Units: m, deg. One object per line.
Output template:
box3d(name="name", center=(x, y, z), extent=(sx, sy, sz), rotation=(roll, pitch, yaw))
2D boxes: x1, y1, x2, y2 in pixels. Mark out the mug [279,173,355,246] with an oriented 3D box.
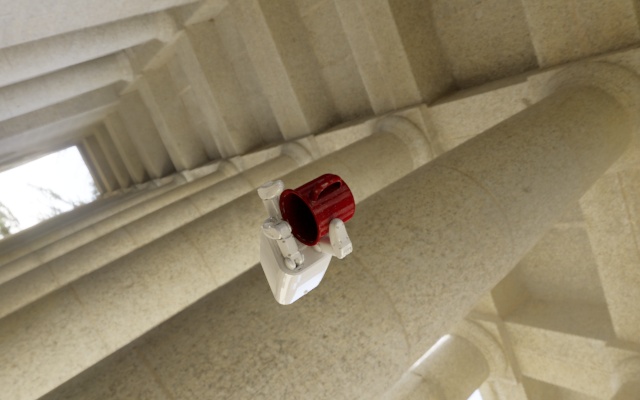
box3d(name="mug", center=(0.001, 0.001, 0.711), extent=(0.081, 0.093, 0.117), rotation=(-29, -26, -32))
